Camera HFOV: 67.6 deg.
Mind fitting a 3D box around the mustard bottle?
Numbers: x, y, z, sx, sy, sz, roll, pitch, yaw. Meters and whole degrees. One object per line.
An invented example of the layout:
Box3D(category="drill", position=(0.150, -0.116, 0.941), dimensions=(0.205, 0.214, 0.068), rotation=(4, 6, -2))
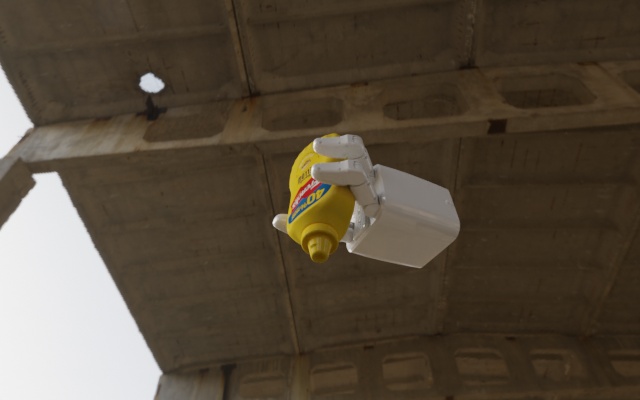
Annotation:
Box3D(category="mustard bottle", position=(0.000, 0.002, 0.578), dimensions=(0.058, 0.191, 0.096), rotation=(38, -61, -26))
